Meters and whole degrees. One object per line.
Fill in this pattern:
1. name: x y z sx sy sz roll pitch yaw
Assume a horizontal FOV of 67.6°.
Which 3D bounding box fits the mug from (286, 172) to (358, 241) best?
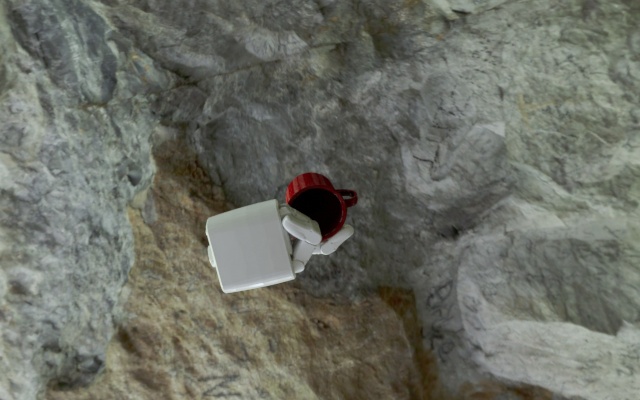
1. mug: 0.001 0.002 0.748 0.117 0.093 0.081 -14 23 -3
